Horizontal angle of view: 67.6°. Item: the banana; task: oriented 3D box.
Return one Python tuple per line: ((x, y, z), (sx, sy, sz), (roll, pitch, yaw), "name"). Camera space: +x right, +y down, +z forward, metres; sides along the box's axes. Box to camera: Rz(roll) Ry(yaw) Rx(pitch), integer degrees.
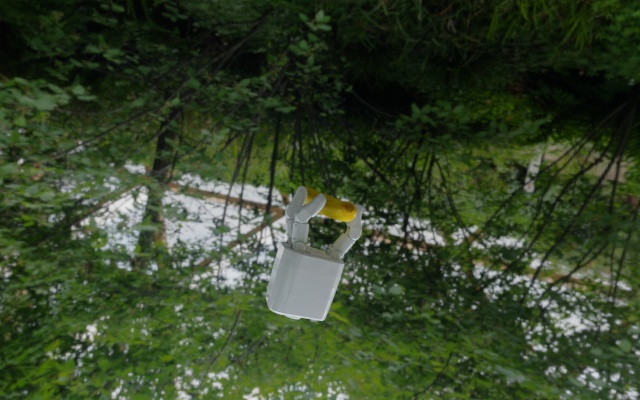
((0.012, 0.008, 0.831), (0.070, 0.037, 0.197), (25, -2, -36), "banana")
